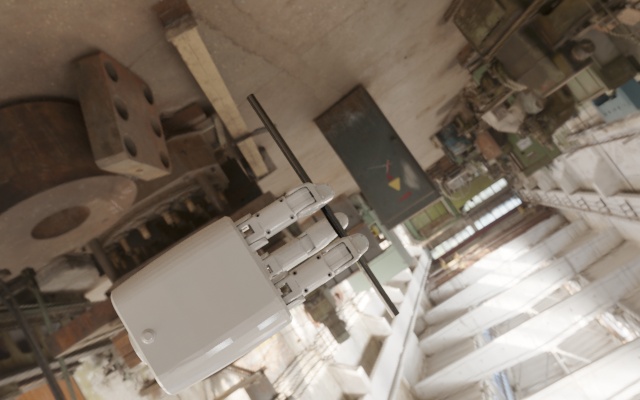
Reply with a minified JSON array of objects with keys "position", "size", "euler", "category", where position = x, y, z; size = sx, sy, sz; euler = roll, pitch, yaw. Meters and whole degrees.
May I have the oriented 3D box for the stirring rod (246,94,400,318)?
[{"position":[0.000,0.001,0.434],"size":[0.011,0.239,0.011],"euler":[-33,-7,-5],"category":"stirring rod"}]
